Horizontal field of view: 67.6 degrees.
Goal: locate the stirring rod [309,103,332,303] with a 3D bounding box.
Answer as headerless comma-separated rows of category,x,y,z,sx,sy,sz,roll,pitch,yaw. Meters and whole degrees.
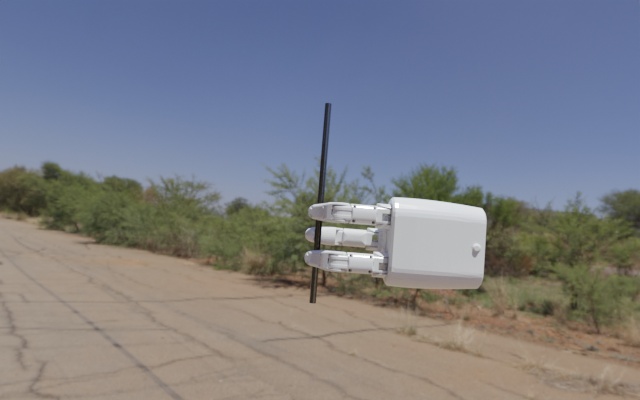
stirring rod,0.000,0.002,0.574,0.011,0.239,0.011,5,-4,0
